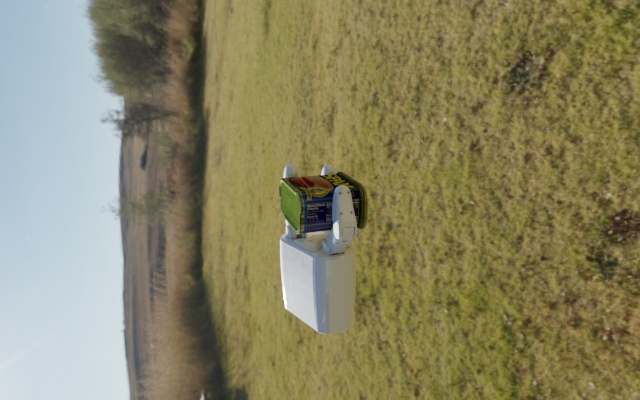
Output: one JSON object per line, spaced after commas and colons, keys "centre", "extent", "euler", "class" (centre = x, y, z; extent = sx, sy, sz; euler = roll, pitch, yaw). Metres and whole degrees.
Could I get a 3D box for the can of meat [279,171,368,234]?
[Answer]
{"centre": [0.000, 0.002, 0.597], "extent": [0.084, 0.057, 0.102], "euler": [-6, 19, -19], "class": "can of meat"}
